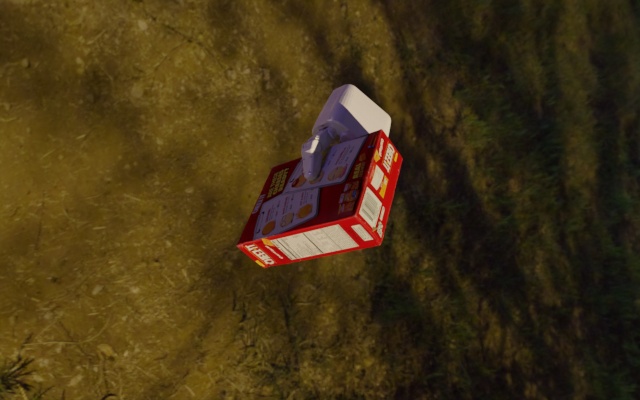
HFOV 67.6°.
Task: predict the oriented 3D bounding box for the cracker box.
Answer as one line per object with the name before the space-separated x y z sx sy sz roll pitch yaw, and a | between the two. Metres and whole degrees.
cracker box | 0.000 0.002 0.688 0.214 0.164 0.072 -16 -51 37
